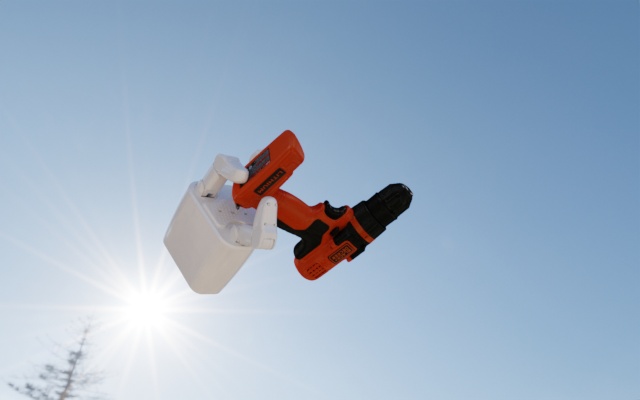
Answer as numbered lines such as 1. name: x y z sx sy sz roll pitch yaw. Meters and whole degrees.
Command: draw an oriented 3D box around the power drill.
1. power drill: 0.000 0.002 0.592 0.188 0.184 0.057 43 15 -29
